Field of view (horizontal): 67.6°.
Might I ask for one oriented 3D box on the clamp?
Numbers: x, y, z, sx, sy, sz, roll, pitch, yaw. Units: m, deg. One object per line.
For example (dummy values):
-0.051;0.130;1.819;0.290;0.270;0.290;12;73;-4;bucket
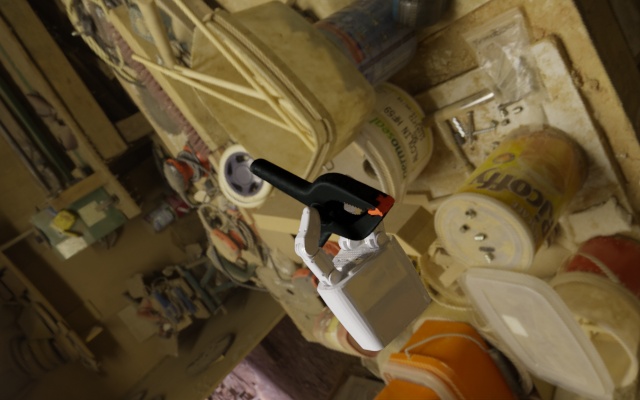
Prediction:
0.000;0.003;0.597;0.036;0.164;0.210;-45;19;-32;clamp
